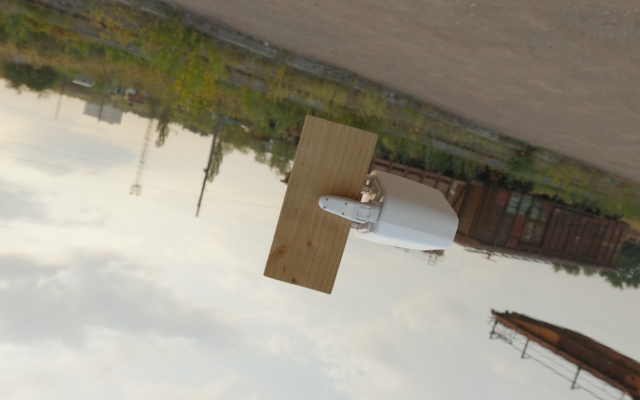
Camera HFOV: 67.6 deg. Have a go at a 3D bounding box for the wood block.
[{"bbox_3d":[0.000,0.002,0.620,0.090,0.206,0.091,16,7,0],"label":"wood block"}]
